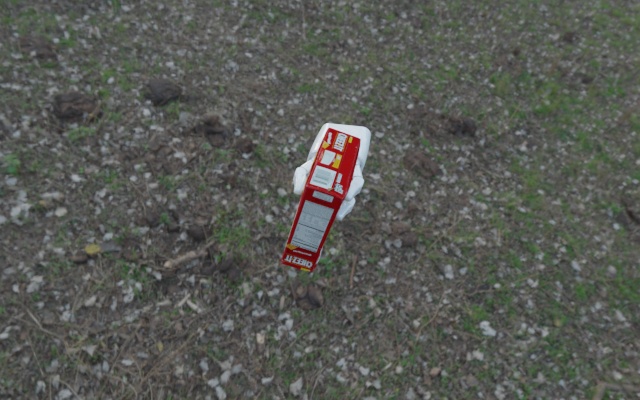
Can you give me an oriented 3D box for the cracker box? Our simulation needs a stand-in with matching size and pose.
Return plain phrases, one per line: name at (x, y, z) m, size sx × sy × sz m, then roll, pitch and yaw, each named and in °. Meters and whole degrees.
cracker box at (0.000, 0.003, 0.865) m, size 0.072 × 0.164 × 0.214 m, roll 19°, pitch -45°, yaw -1°
